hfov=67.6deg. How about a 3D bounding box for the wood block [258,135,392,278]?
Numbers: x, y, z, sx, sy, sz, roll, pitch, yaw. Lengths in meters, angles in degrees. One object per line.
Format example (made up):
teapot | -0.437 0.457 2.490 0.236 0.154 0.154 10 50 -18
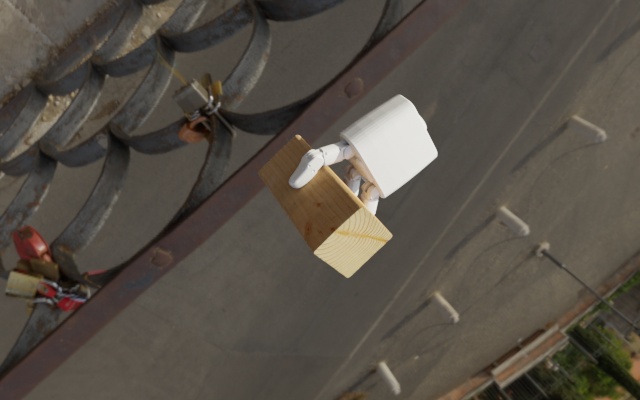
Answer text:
wood block | 0.000 0.002 0.704 0.091 0.090 0.206 43 6 -44
